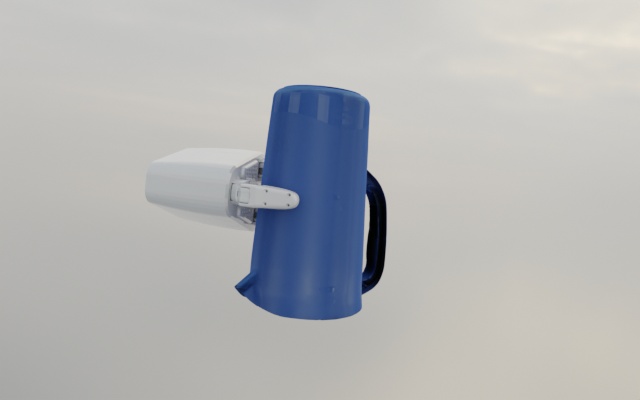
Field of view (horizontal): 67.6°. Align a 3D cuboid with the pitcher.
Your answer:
[{"bbox_3d":[0.000,0.002,0.541,0.145,0.243,0.149,7,4,15],"label":"pitcher"}]
